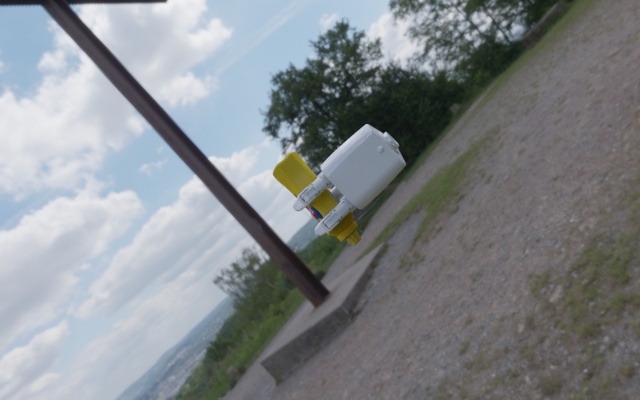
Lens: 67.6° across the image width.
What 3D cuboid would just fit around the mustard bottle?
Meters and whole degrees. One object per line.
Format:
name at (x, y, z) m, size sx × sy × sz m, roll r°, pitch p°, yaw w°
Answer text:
mustard bottle at (0.000, 0.003, 0.835) m, size 0.058 × 0.191 × 0.096 m, roll -43°, pitch -1°, yaw -8°
